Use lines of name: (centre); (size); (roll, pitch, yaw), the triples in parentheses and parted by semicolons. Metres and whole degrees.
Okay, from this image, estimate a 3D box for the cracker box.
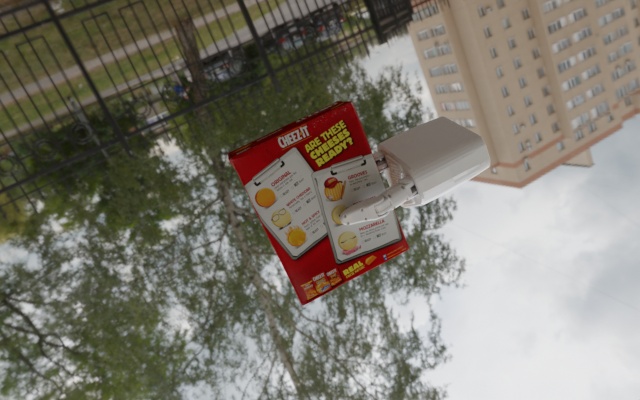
cracker box: (0.000, 0.002, 0.621); (0.164, 0.214, 0.072); (-27, 17, -8)
